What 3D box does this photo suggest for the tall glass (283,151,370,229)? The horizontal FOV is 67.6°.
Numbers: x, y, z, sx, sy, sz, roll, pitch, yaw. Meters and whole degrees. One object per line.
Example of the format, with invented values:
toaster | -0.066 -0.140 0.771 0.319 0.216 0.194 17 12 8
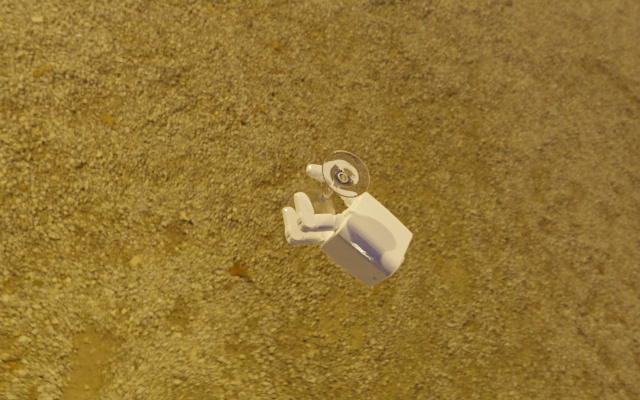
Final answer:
tall glass | 0.000 0.002 0.757 0.079 0.079 0.201 0 -24 -24
